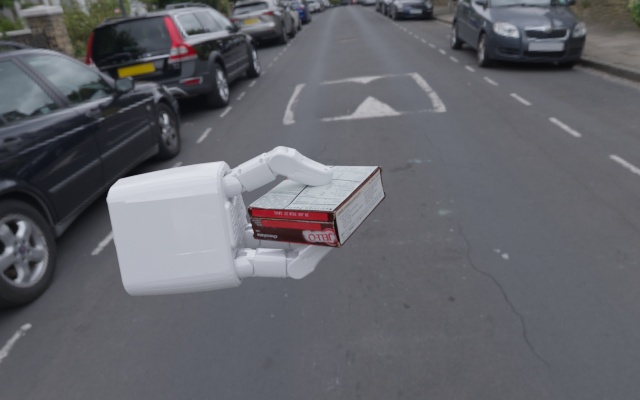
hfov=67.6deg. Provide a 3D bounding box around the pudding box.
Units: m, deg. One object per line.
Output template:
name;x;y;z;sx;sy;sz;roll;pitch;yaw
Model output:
pudding box;0.000;0.001;0.451;0.090;0.039;0.113;4;27;29
